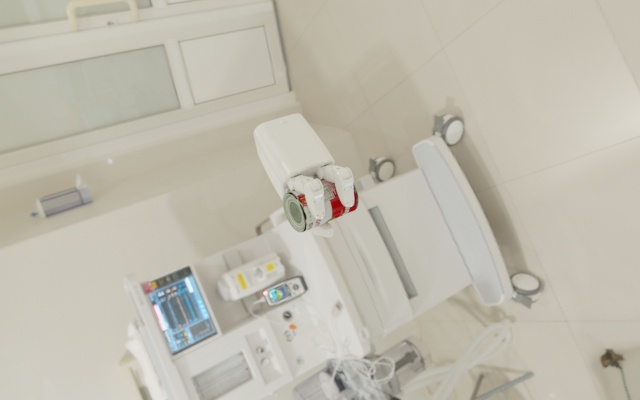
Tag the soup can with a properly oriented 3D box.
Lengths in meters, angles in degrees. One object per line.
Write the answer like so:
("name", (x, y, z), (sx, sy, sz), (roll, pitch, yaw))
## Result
("soup can", (0.000, 0.003, 0.757), (0.102, 0.068, 0.068), (-22, 10, -27))
